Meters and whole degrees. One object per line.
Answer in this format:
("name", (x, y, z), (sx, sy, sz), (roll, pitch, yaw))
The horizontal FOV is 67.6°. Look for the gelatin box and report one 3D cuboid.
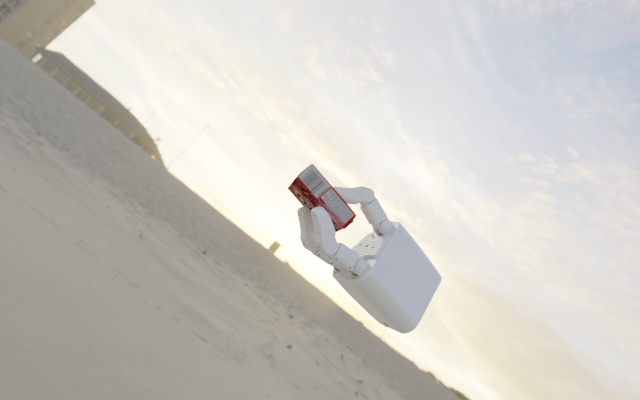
("gelatin box", (0.000, 0.001, 0.620), (0.030, 0.089, 0.073), (-41, 1, -16))
